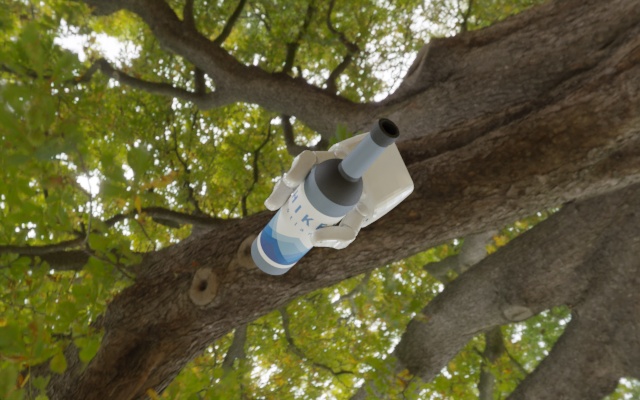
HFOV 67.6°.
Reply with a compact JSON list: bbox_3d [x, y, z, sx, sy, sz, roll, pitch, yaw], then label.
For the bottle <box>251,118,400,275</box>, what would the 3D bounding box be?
[{"bbox_3d":[0.000,0.002,0.597,0.069,0.069,0.296,0,-32,-35],"label":"bottle"}]
